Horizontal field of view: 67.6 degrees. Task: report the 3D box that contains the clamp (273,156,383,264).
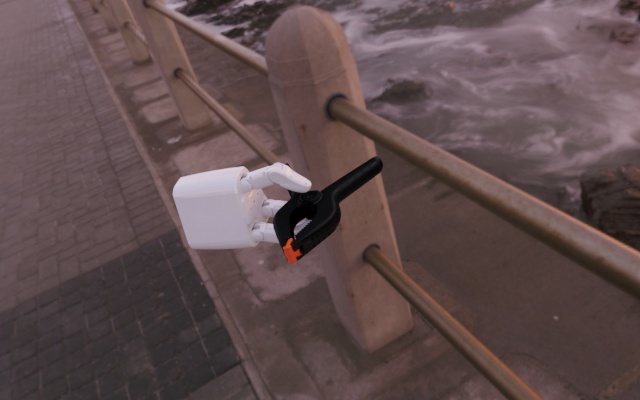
[{"bbox_3d":[0.000,0.002,0.663,0.164,0.036,0.209,-8,36,18],"label":"clamp"}]
